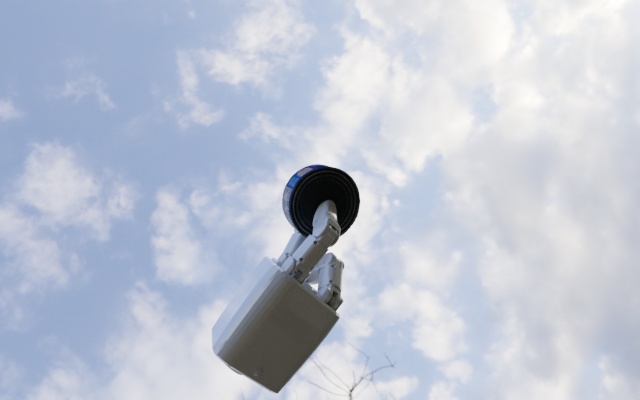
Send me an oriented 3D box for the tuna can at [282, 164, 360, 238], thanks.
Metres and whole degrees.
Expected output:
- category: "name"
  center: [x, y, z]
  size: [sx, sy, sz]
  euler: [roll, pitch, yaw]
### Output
- category: "tuna can"
  center: [0.000, 0.002, 0.548]
  size: [0.086, 0.086, 0.033]
  euler: [0, 11, -22]
